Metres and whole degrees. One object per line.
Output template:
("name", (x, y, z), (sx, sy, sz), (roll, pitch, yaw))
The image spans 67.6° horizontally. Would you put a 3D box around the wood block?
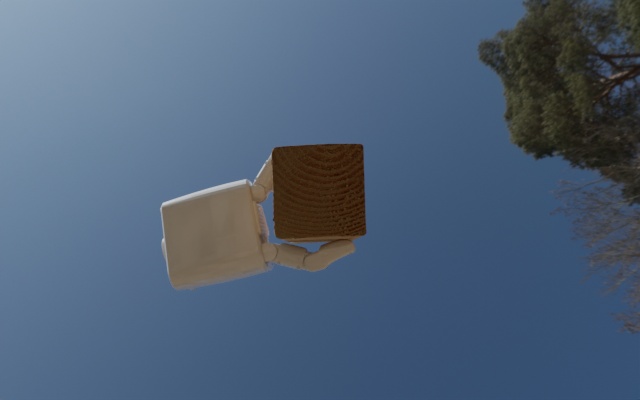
("wood block", (0.000, 0.002, 0.553), (0.090, 0.091, 0.206), (-2, -6, 0))
